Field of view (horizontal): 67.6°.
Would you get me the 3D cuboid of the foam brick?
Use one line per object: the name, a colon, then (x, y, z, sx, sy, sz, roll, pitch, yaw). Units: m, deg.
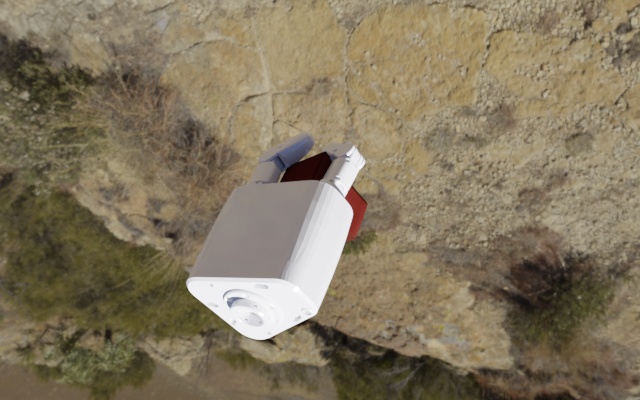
foam brick: (0.000, 0.002, 0.471, 0.053, 0.051, 0.078, -19, -55, 37)
